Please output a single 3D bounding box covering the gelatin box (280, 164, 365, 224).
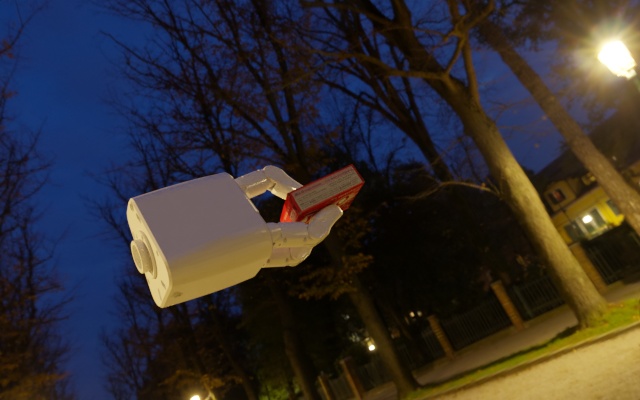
[{"bbox_3d":[0.000,0.001,0.553,0.089,0.030,0.073,-26,-17,-22],"label":"gelatin box"}]
